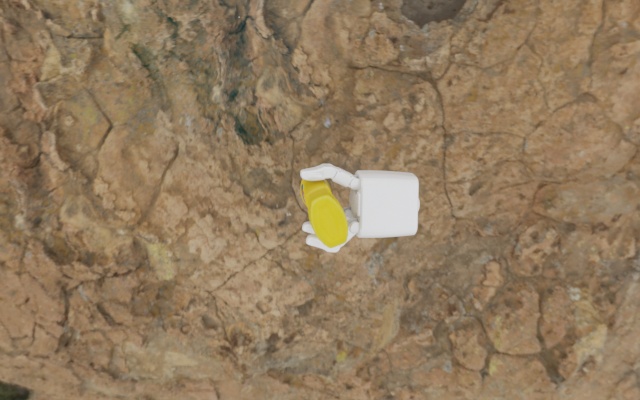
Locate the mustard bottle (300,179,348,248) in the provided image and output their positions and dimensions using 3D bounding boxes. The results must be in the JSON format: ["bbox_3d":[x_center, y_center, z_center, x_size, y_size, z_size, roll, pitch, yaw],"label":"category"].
[{"bbox_3d":[0.000,0.003,0.851,0.058,0.096,0.191,-23,23,0],"label":"mustard bottle"}]
